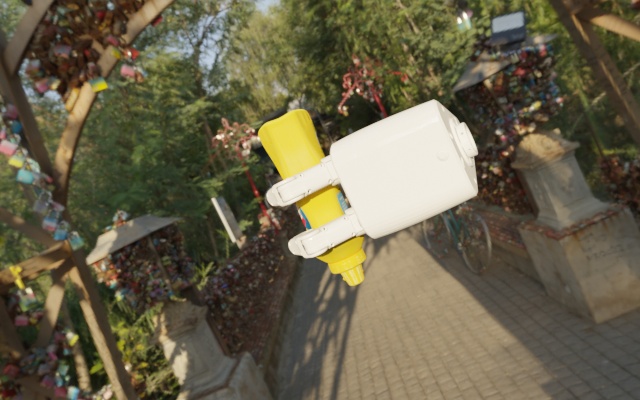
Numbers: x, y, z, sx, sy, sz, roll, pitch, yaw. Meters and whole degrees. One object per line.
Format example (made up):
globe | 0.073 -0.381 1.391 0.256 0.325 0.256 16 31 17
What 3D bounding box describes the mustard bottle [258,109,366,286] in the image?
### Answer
mustard bottle | 0.000 0.002 0.509 0.058 0.191 0.096 -25 4 -1
